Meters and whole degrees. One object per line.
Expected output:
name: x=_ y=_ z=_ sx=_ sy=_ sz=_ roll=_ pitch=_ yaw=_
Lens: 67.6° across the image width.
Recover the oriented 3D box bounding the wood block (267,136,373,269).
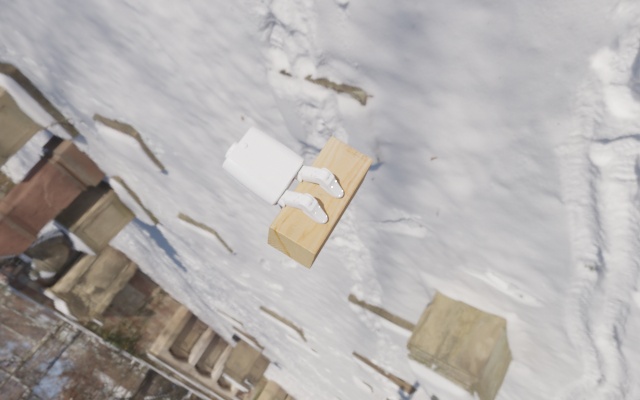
wood block: x=0.000 y=0.003 z=0.842 sx=0.090 sy=0.206 sz=0.091 roll=31 pitch=-24 yaw=5
